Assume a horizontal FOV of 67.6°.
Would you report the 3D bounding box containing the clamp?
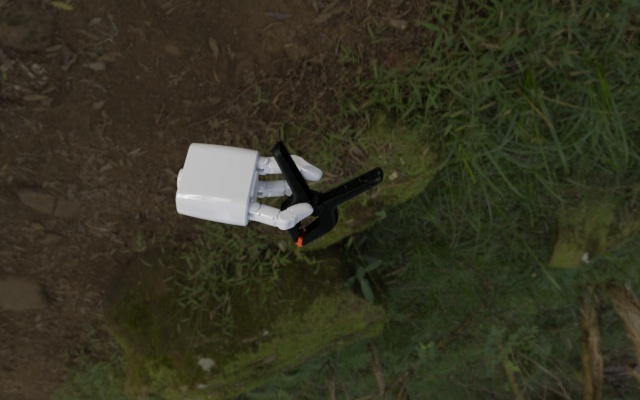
[{"bbox_3d":[0.000,0.003,0.750,0.164,0.036,0.210,10,-43,-1],"label":"clamp"}]
